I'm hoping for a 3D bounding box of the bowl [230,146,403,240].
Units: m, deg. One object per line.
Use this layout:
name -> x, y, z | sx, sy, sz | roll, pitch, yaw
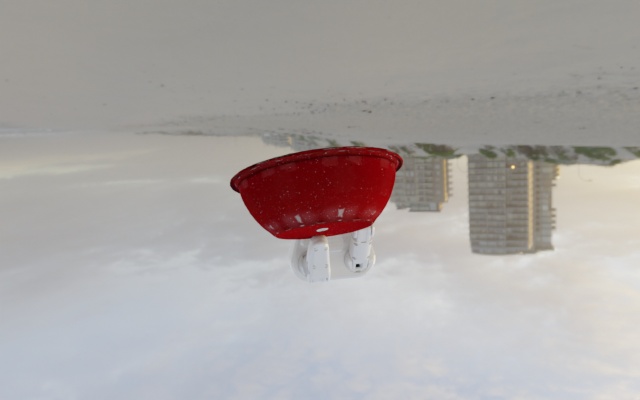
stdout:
bowl -> 0.000, 0.002, 0.441 | 0.162, 0.055, 0.162 | -7, -12, -2
